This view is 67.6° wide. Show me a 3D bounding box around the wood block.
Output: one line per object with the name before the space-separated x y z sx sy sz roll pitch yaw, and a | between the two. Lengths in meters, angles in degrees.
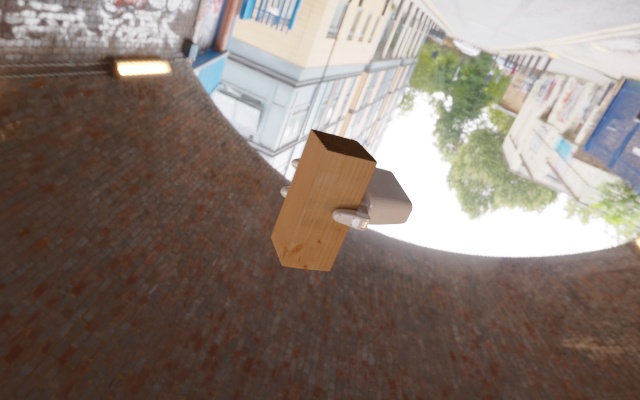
wood block | 0.001 0.003 0.774 0.090 0.206 0.090 11 24 -25
